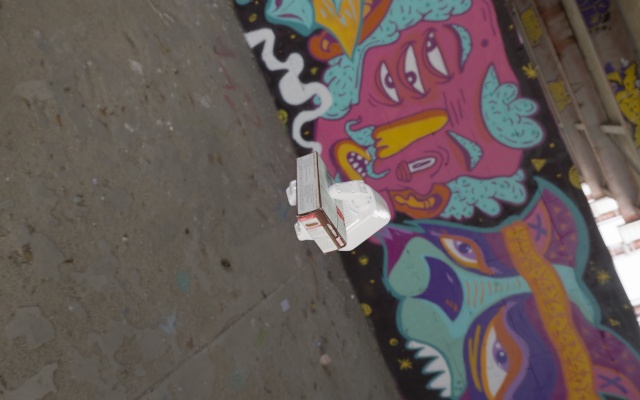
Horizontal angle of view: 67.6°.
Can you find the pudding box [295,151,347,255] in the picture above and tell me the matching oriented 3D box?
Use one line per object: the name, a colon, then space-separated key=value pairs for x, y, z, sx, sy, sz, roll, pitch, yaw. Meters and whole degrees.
pudding box: x=0.000 y=0.002 z=0.654 sx=0.039 sy=0.113 sz=0.090 roll=-21 pitch=-46 yaw=15
